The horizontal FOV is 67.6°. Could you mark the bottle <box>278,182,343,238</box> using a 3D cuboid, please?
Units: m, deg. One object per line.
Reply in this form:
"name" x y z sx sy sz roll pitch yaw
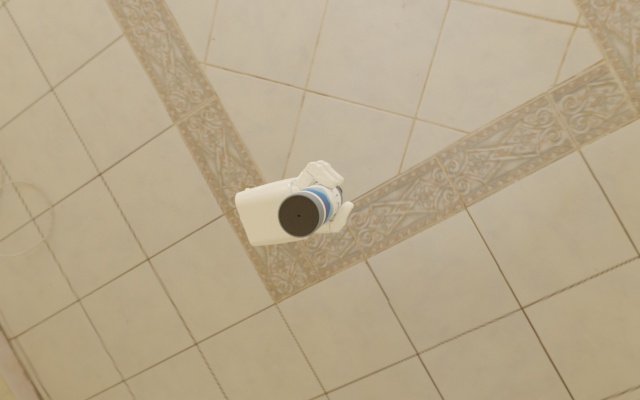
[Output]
"bottle" 0.000 0.003 0.842 0.069 0.069 0.295 0 8 13
